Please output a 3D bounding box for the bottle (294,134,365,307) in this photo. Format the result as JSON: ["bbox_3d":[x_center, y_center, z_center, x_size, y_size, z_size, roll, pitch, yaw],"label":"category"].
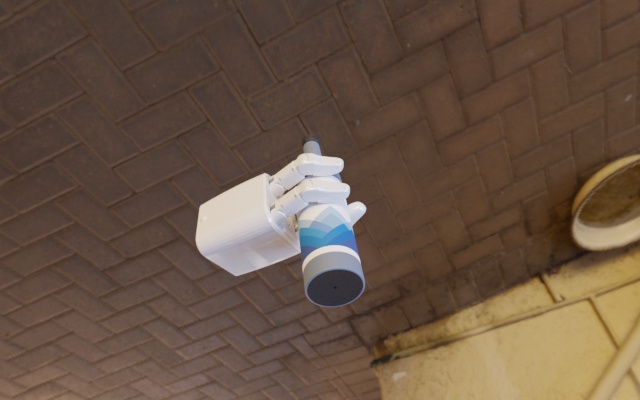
[{"bbox_3d":[0.000,0.002,0.632,0.069,0.069,0.295,0,40,-8],"label":"bottle"}]
